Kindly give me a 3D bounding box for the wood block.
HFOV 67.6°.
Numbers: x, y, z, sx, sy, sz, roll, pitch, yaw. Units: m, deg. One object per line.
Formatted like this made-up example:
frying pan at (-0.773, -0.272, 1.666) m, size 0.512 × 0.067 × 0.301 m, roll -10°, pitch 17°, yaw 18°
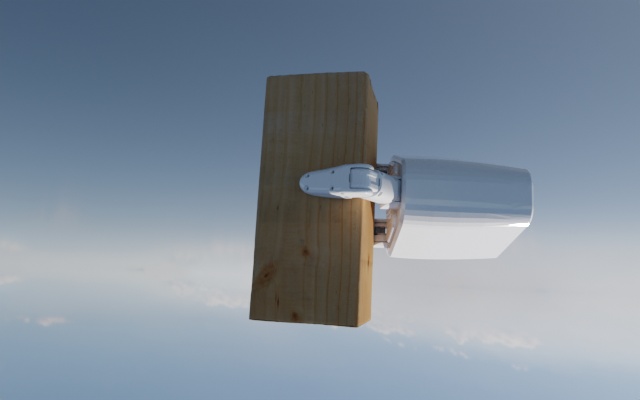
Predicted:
wood block at (0.000, 0.001, 0.426) m, size 0.090 × 0.206 × 0.091 m, roll 1°, pitch -9°, yaw 13°
